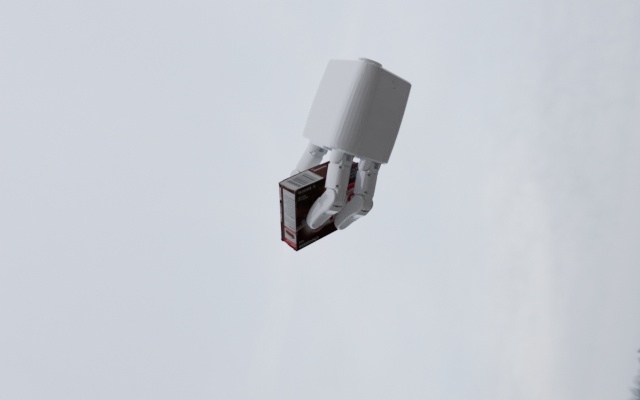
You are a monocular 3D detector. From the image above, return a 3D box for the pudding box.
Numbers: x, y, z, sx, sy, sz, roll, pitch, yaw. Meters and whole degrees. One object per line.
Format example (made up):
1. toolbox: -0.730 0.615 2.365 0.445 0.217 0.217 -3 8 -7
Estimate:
1. pudding box: 0.000 0.002 0.618 0.113 0.090 0.039 -23 37 -34
